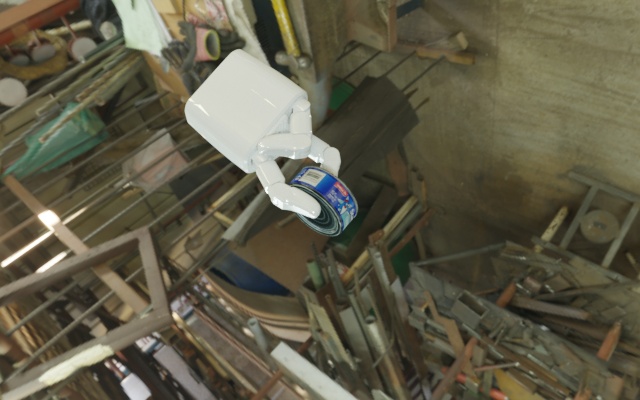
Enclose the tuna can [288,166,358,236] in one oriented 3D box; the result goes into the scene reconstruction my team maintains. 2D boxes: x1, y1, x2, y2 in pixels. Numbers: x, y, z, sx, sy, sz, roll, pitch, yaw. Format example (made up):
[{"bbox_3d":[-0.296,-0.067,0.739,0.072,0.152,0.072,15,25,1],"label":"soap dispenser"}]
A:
[{"bbox_3d":[0.000,0.002,0.568,0.086,0.086,0.033,0,41,52],"label":"tuna can"}]
